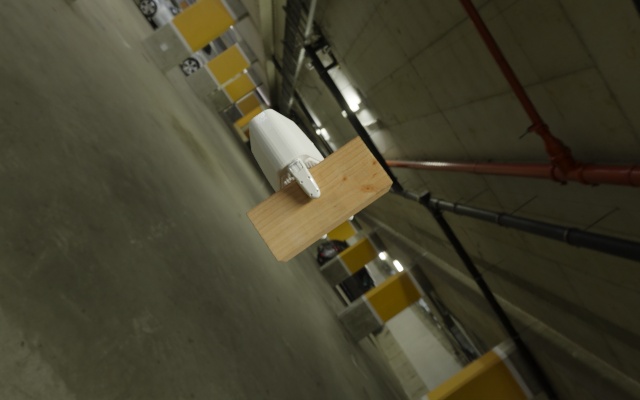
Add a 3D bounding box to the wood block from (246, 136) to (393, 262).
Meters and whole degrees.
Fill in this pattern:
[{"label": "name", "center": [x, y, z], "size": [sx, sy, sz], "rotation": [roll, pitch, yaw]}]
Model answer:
[{"label": "wood block", "center": [0.000, 0.002, 0.748], "size": [0.206, 0.090, 0.091], "rotation": [-35, -9, -1]}]
